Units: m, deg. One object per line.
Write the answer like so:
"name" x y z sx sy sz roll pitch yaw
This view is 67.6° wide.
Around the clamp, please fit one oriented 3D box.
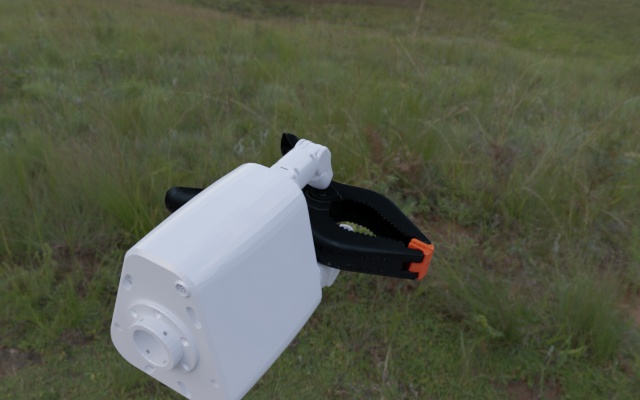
"clamp" 0.001 0.001 0.411 0.210 0.036 0.164 22 37 19
